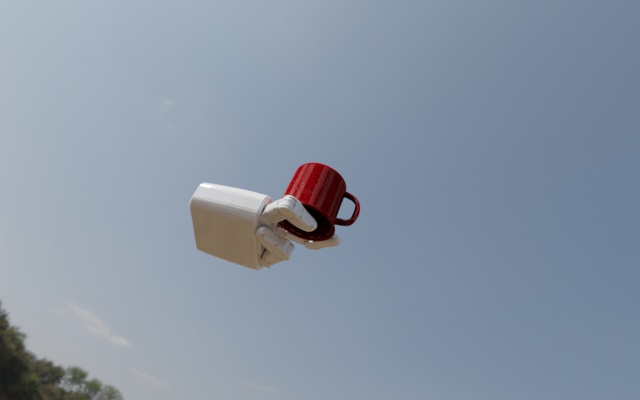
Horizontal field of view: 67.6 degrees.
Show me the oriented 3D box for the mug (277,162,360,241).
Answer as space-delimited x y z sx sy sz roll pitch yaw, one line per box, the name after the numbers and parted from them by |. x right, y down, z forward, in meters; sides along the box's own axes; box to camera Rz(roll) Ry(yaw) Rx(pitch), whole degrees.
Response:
0.002 0.002 0.688 0.117 0.081 0.093 13 -36 14 | mug
